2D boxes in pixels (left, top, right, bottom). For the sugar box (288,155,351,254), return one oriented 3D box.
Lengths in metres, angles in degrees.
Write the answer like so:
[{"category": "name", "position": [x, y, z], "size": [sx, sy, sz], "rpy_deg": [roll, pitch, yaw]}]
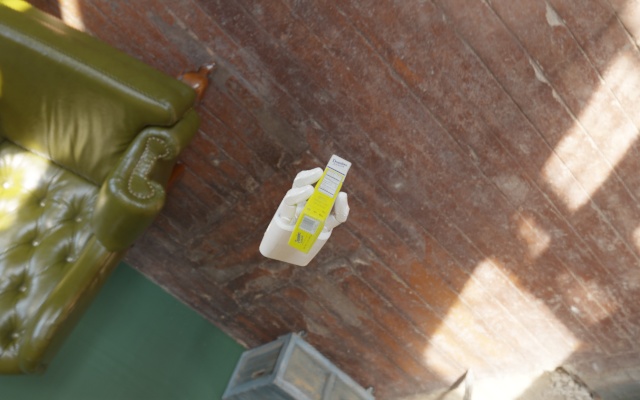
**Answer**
[{"category": "sugar box", "position": [0.000, 0.003, 0.868], "size": [0.048, 0.093, 0.176], "rpy_deg": [26, 42, -3]}]
